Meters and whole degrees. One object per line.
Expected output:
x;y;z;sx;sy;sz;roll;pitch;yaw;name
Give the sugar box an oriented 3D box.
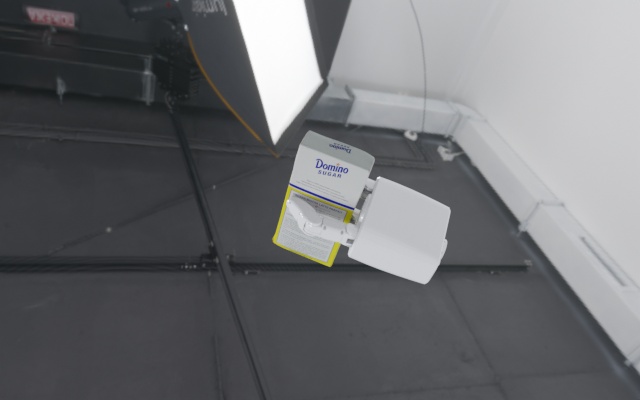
0.000;0.002;0.637;0.093;0.176;0.048;22;37;2;sugar box
